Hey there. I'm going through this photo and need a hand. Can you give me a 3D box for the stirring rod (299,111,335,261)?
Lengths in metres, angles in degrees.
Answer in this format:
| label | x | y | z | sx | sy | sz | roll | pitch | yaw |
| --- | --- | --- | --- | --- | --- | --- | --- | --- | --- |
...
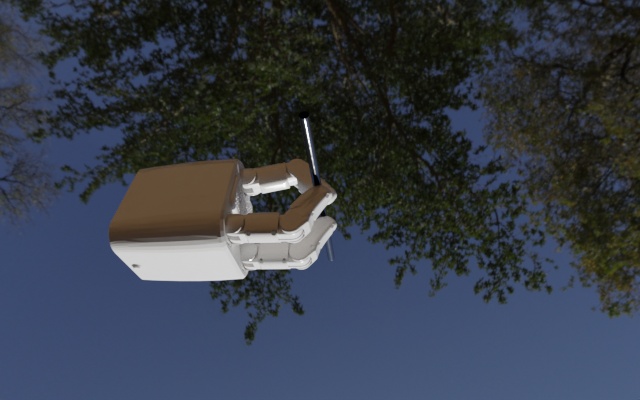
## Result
| label | x | y | z | sx | sy | sz | roll | pitch | yaw |
| --- | --- | --- | --- | --- | --- | --- | --- | --- | --- |
| stirring rod | 0.000 | 0.001 | 0.459 | 0.011 | 0.011 | 0.240 | 0 | -33 | 7 |
